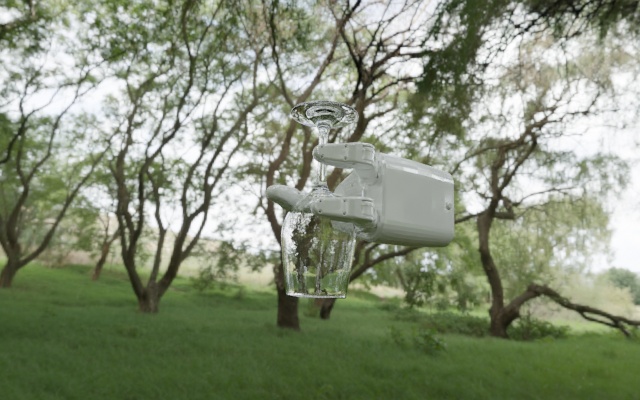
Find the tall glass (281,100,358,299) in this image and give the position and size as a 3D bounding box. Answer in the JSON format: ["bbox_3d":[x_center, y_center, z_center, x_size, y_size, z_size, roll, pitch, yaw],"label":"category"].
[{"bbox_3d":[0.000,0.001,0.508,0.079,0.201,0.079,3,-12,1],"label":"tall glass"}]
